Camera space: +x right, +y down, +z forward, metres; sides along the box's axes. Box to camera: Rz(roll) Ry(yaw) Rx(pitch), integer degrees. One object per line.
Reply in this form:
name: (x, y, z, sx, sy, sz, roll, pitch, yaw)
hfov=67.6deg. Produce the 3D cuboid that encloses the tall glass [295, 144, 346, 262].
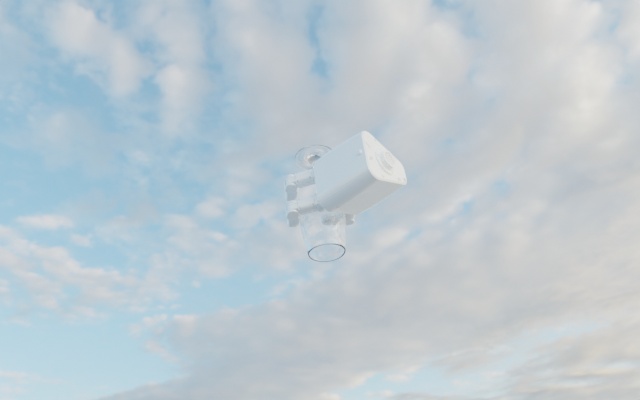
tall glass: (0.000, 0.002, 0.824, 0.079, 0.201, 0.079, -5, -33, -3)
